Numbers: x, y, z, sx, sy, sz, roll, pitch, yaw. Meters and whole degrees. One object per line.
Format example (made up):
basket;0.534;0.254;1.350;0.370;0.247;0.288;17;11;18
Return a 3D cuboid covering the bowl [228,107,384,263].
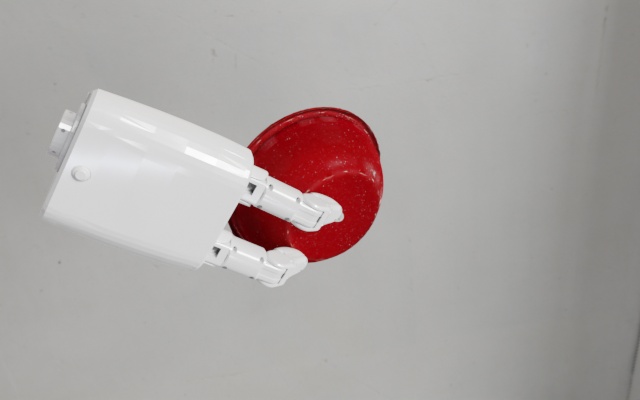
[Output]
bowl;0.001;0.002;0.430;0.162;0.162;0.055;0;31;-34
